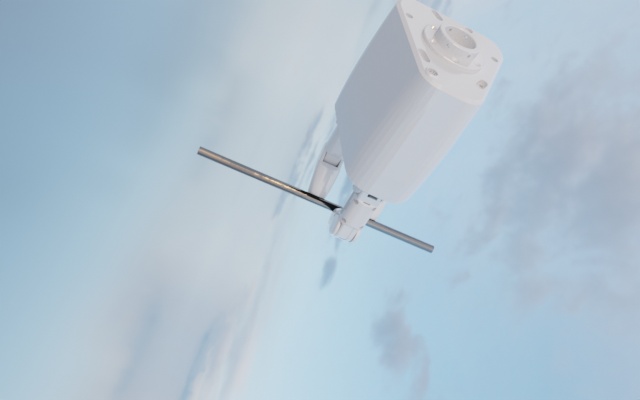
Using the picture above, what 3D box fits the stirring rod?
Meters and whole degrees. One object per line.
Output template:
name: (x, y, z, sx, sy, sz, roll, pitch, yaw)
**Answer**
stirring rod: (0.000, 0.001, 0.448, 0.239, 0.011, 0.011, 23, -4, -10)
